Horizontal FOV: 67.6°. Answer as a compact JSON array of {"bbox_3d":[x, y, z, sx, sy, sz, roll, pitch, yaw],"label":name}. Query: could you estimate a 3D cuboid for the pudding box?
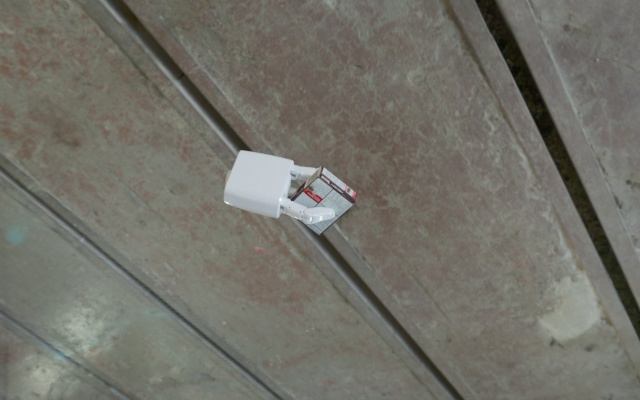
[{"bbox_3d":[0.000,0.003,0.899,0.090,0.039,0.113,37,-53,-14],"label":"pudding box"}]
